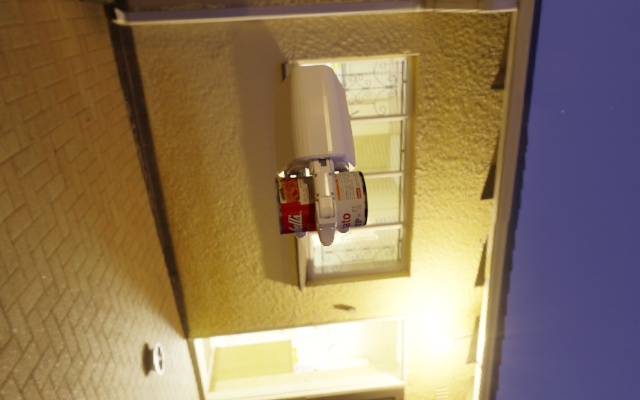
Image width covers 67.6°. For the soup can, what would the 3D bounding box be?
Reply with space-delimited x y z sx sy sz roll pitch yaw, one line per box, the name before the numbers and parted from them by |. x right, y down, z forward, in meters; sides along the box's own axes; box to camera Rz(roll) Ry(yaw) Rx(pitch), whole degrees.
soup can | 0.000 0.002 0.563 0.102 0.068 0.068 -5 0 -4
